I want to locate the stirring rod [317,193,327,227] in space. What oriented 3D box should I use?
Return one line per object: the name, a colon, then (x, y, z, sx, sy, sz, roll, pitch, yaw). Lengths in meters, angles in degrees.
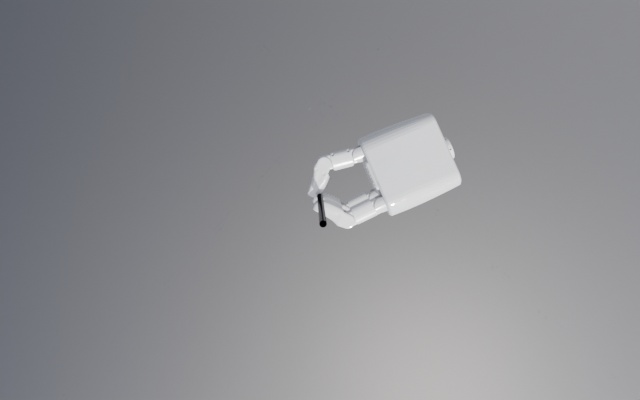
stirring rod: (0.000, 0.002, 0.622, 0.011, 0.011, 0.239, 0, 11, -1)
